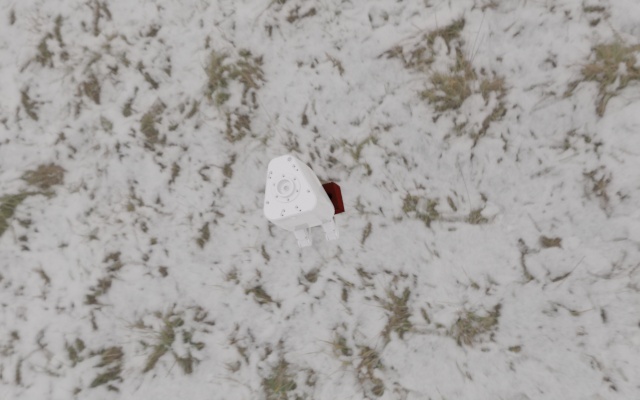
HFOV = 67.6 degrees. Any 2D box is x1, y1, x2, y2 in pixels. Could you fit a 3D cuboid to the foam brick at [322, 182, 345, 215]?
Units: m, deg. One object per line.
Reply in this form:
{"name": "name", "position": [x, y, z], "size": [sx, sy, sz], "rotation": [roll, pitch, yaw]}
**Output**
{"name": "foam brick", "position": [0.000, 0.003, 0.894], "size": [0.078, 0.053, 0.051], "rotation": [-15, -13, 12]}
